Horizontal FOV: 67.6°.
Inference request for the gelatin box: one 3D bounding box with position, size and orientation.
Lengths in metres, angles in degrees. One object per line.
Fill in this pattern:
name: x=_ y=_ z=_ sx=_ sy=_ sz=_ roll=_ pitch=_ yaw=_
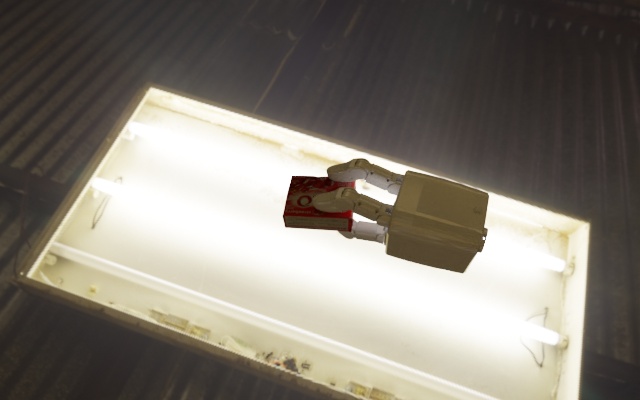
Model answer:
gelatin box: x=0.000 y=0.002 z=0.624 sx=0.089 sy=0.073 sz=0.030 roll=2 pitch=-42 yaw=7
